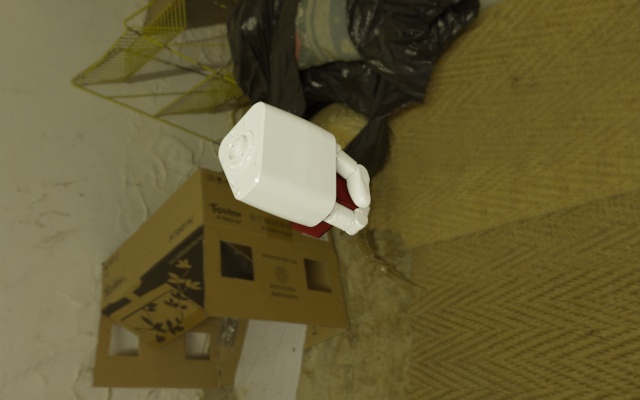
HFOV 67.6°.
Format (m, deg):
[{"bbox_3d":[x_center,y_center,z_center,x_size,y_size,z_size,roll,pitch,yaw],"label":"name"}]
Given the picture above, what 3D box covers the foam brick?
[{"bbox_3d":[0.000,0.002,0.606,0.051,0.053,0.078,21,-48,-38],"label":"foam brick"}]
